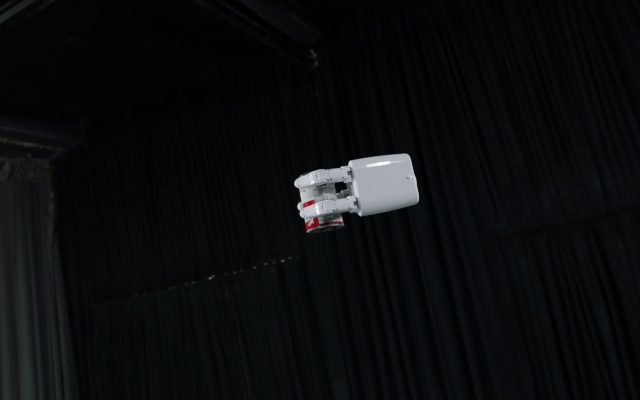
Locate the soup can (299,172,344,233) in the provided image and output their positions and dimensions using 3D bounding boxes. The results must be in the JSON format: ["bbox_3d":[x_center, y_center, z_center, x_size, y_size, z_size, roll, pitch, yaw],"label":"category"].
[{"bbox_3d":[0.000,0.003,0.866,0.068,0.102,0.068,-10,-10,-2],"label":"soup can"}]
